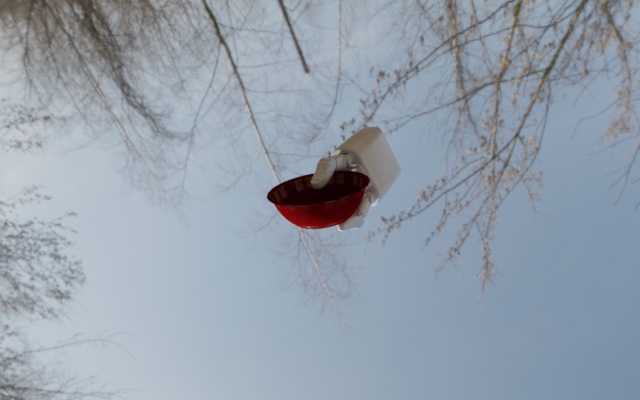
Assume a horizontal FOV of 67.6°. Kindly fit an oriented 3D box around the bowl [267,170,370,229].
[{"bbox_3d":[-0.001,0.003,0.749,0.162,0.055,0.162,-8,18,3],"label":"bowl"}]
